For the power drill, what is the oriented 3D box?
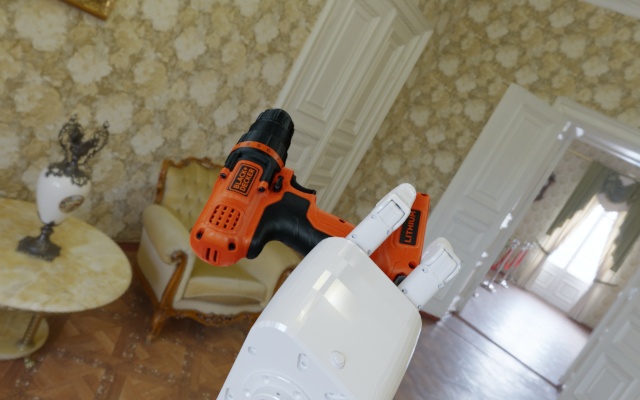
[{"bbox_3d":[0.000,0.002,0.432,0.187,0.184,0.057,19,-40,0],"label":"power drill"}]
